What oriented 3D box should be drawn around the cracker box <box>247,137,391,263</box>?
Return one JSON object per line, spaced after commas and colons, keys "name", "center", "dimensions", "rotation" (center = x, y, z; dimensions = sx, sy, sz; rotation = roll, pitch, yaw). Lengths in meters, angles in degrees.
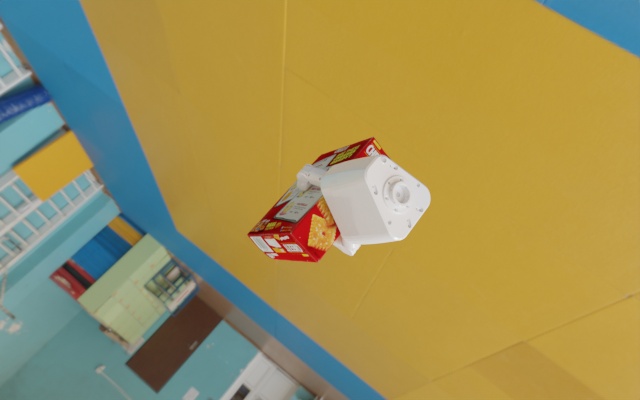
{"name": "cracker box", "center": [0.000, 0.003, 0.779], "dimensions": [0.213, 0.072, 0.164], "rotation": [-49, 19, -25]}
